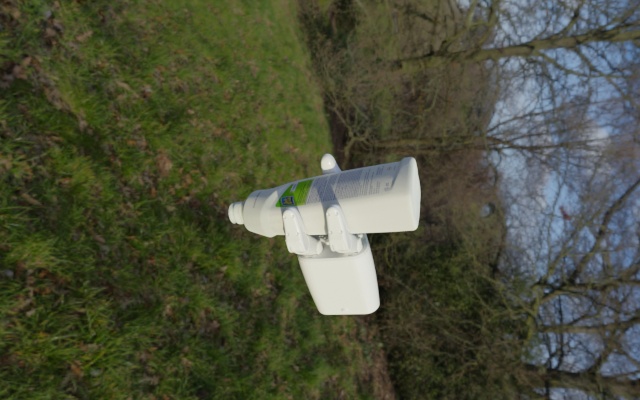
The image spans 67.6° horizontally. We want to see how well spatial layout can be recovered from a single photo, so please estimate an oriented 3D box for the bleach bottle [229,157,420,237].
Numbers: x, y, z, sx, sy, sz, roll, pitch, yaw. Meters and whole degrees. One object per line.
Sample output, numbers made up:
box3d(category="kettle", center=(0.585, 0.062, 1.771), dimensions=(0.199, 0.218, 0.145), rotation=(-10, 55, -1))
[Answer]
box3d(category="bleach bottle", center=(0.000, 0.002, 0.629), dimensions=(0.251, 0.068, 0.102), rotation=(-5, 32, 18))
